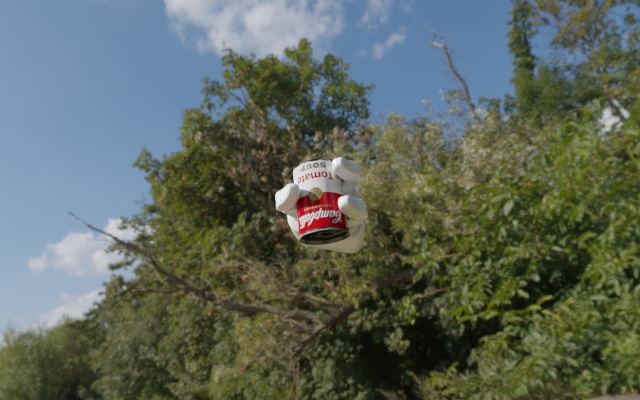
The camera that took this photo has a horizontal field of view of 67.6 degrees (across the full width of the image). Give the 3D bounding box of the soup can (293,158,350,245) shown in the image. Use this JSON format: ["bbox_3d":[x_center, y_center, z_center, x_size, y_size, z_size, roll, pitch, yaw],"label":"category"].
[{"bbox_3d":[0.000,0.002,0.648,0.068,0.102,0.068,-6,-21,-2],"label":"soup can"}]
